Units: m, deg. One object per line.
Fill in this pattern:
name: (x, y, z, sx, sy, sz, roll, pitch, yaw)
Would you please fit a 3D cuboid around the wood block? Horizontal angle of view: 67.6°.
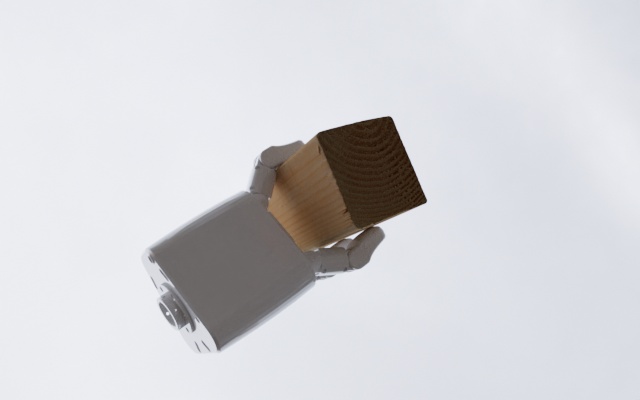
wood block: (0.000, 0.002, 0.501, 0.090, 0.091, 0.206, -18, -7, -33)
